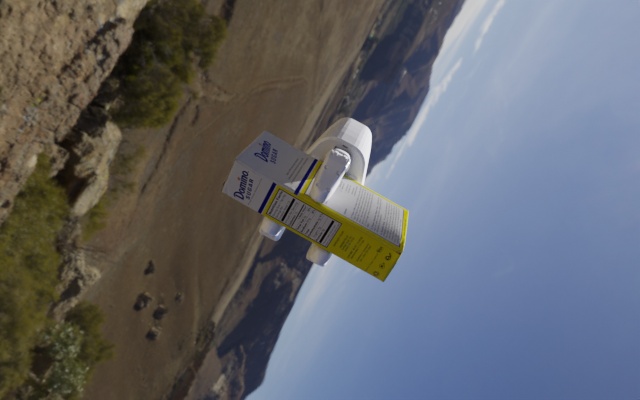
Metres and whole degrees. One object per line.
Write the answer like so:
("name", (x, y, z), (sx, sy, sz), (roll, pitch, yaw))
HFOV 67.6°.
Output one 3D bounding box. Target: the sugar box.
("sugar box", (0.000, 0.002, 0.474), (0.176, 0.048, 0.093), (27, 27, 0))
